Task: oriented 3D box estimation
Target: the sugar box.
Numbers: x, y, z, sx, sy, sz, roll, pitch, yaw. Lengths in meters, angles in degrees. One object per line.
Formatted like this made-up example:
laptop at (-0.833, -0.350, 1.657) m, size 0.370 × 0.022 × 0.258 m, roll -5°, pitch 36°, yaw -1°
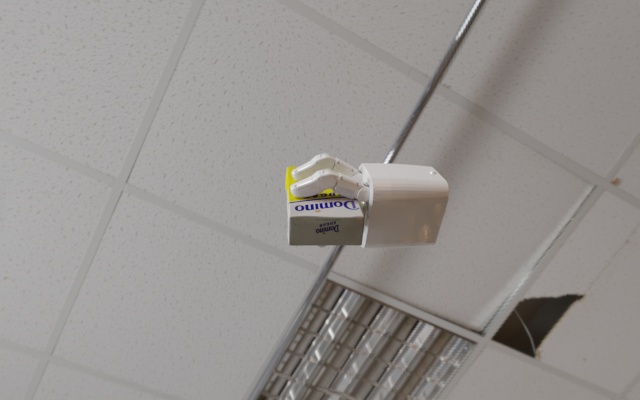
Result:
sugar box at (0.000, 0.002, 0.649) m, size 0.093 × 0.048 × 0.176 m, roll 0°, pitch 21°, yaw -6°
